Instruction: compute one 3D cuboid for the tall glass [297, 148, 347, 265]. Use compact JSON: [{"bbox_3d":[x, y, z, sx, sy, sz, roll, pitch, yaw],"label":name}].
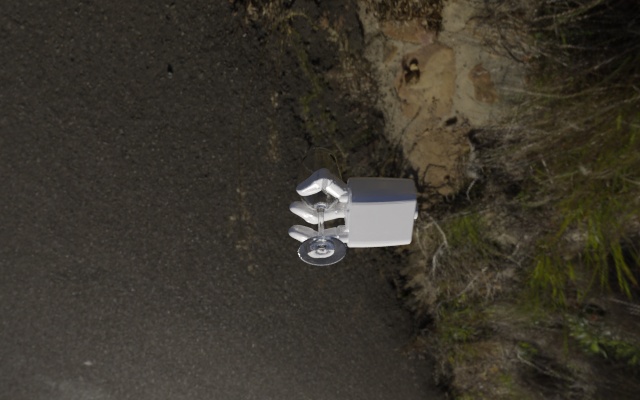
[{"bbox_3d":[0.000,0.003,0.782,0.079,0.200,0.079,-1,-42,-1],"label":"tall glass"}]
